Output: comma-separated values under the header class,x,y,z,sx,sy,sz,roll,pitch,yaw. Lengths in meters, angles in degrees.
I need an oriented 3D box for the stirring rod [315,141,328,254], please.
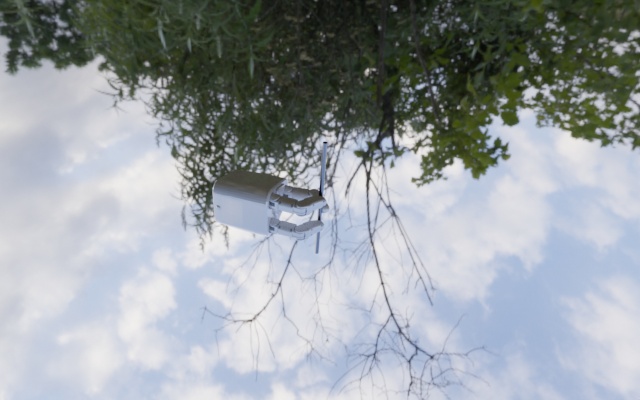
class,x,y,z,sx,sy,sz,roll,pitch,yaw
stirring rod,0.000,0.003,0.850,0.011,0.240,0.011,3,36,-2
